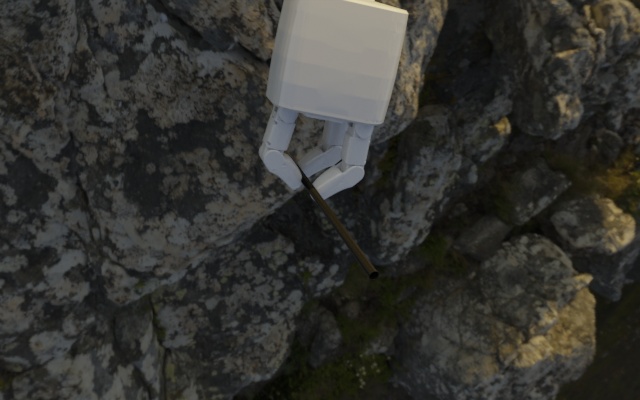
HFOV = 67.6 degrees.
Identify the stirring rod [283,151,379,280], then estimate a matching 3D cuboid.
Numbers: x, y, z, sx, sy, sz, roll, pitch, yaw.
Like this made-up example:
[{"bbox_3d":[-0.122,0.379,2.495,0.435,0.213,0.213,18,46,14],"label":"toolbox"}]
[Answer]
[{"bbox_3d":[0.000,0.001,0.463,0.011,0.011,0.239,0,28,-23],"label":"stirring rod"}]
